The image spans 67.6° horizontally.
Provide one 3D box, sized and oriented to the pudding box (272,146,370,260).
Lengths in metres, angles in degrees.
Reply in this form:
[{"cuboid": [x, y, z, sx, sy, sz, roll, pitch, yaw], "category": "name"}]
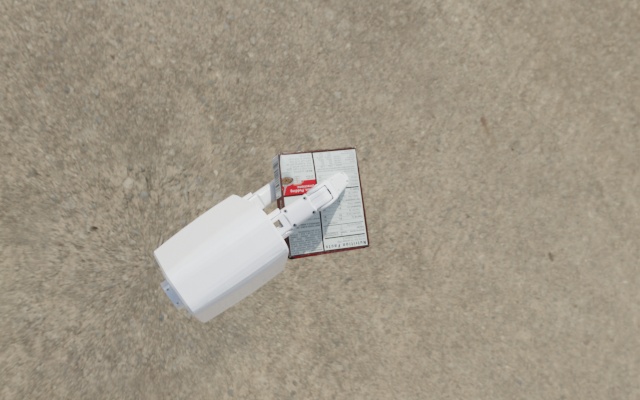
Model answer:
[{"cuboid": [0.000, 0.002, 0.516, 0.090, 0.113, 0.039, -6, -2, -15], "category": "pudding box"}]
